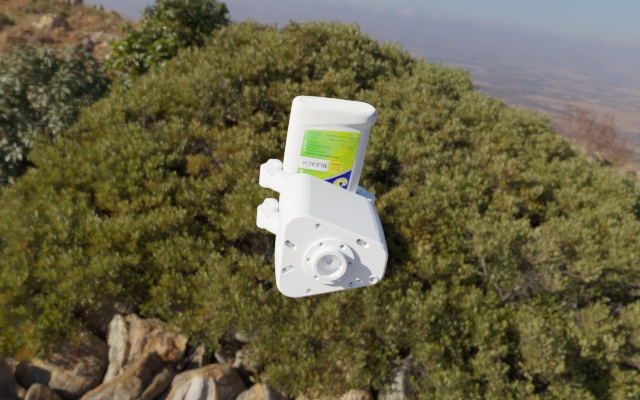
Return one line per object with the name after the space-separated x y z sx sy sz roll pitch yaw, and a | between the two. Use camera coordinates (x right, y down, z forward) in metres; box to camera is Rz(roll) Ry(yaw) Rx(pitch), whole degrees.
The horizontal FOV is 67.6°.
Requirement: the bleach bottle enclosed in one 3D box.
0.000 0.002 0.602 0.102 0.251 0.068 5 22 -6 | bleach bottle
